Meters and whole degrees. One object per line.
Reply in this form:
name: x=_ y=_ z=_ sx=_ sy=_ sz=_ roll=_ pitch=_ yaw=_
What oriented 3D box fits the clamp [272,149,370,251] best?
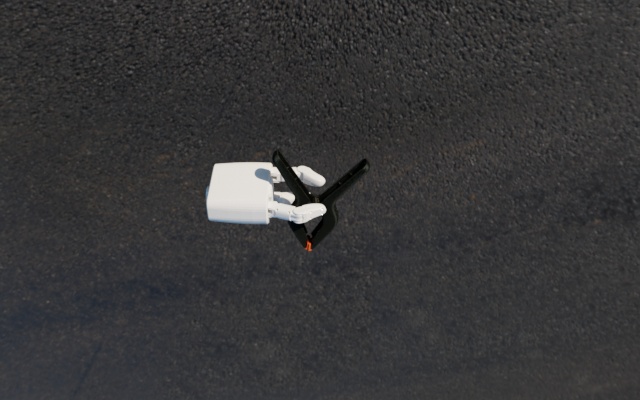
clamp: x=0.000 y=0.004 z=0.852 sx=0.164 sy=0.210 sz=0.036 roll=0 pitch=36 yaw=-1
